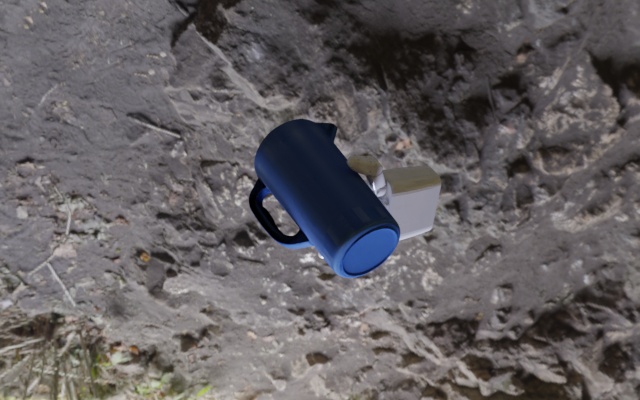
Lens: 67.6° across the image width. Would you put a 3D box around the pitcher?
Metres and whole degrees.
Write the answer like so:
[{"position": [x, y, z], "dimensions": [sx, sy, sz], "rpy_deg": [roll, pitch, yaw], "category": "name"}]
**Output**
[{"position": [0.000, 0.002, 0.710], "dimensions": [0.145, 0.149, 0.242], "rpy_deg": [-9, 44, -31], "category": "pitcher"}]
